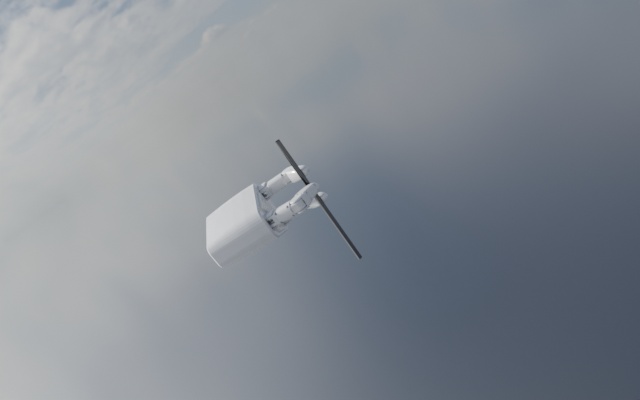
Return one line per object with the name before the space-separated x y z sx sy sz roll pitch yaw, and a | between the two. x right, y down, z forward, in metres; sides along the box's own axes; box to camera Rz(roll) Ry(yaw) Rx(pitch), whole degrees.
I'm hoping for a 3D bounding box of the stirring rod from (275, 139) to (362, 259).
stirring rod | 0.000 0.003 0.765 0.011 0.239 0.011 -32 18 11
